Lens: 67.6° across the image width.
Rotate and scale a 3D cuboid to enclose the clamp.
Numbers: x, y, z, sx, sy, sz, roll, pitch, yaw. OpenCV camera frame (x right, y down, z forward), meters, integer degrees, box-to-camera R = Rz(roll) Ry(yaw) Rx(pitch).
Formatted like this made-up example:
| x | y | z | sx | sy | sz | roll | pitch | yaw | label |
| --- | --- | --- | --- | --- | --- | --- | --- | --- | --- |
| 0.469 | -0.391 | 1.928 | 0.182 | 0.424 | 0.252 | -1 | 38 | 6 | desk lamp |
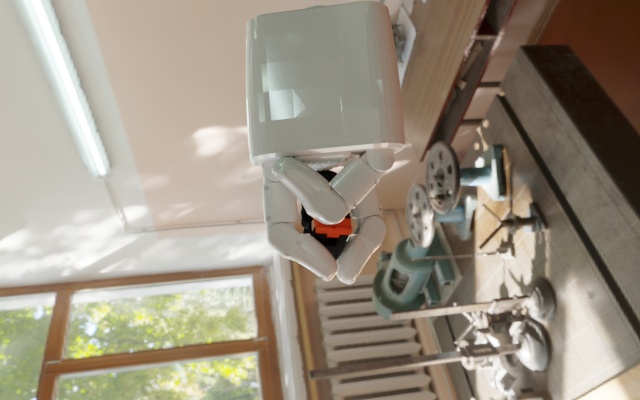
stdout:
| x | y | z | sx | sy | sz | roll | pitch | yaw | label |
| --- | --- | --- | --- | --- | --- | --- | --- | --- | --- |
| -0.001 | 0.002 | 0.436 | 0.039 | 0.120 | 0.171 | -4 | -3 | -10 | clamp |
